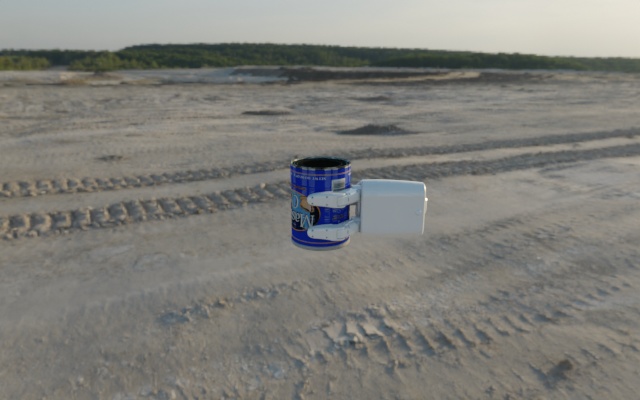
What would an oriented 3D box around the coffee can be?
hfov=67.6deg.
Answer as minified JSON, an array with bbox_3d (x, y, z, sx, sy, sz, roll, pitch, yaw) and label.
[{"bbox_3d":[0.000,0.003,0.816,0.103,0.140,0.102,0,16,0],"label":"coffee can"}]
